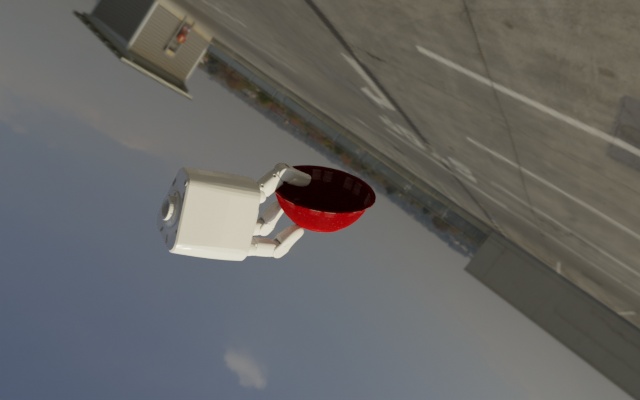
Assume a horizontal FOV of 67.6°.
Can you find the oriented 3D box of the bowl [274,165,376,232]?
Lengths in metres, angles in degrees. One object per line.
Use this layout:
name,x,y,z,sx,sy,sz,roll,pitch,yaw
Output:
bowl,0.001,0.003,0.731,0.162,0.055,0.162,8,26,-4
